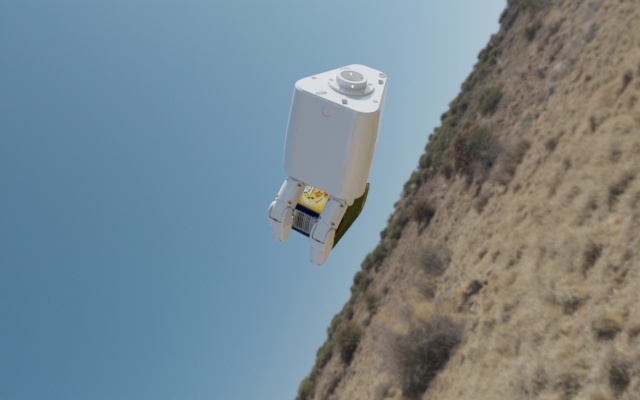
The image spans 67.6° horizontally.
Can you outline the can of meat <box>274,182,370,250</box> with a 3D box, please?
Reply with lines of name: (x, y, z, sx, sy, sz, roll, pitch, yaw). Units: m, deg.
can of meat: (0.000, 0.002, 0.593, 0.084, 0.057, 0.102, 26, 45, 17)
